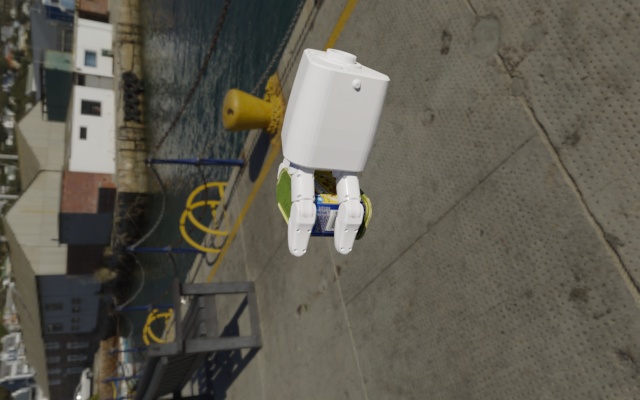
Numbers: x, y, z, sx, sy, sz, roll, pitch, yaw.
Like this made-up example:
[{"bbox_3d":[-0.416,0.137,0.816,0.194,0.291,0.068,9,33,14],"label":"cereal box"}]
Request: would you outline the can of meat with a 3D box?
[{"bbox_3d":[0.000,0.002,0.578,0.084,0.057,0.102,3,31,-27],"label":"can of meat"}]
